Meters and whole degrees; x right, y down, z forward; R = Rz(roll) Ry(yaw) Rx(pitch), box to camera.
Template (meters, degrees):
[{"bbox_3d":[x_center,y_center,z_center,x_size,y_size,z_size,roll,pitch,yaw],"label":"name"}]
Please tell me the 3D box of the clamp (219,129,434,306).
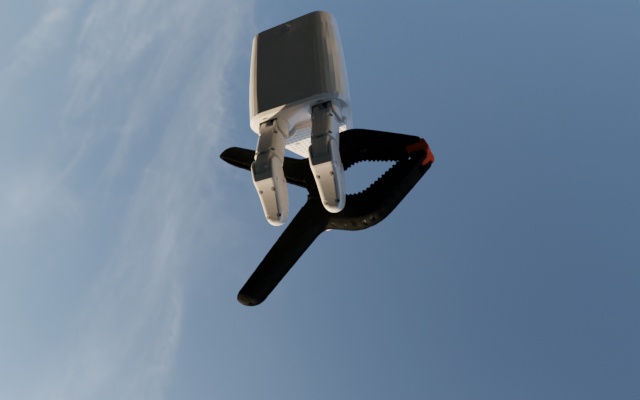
[{"bbox_3d":[0.001,0.001,0.432,0.210,0.164,0.036,-14,-23,20],"label":"clamp"}]
